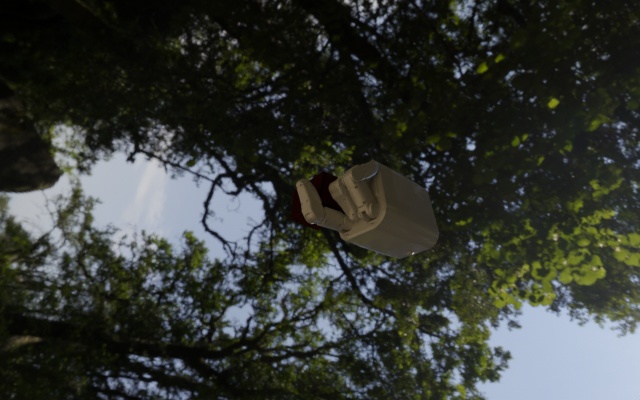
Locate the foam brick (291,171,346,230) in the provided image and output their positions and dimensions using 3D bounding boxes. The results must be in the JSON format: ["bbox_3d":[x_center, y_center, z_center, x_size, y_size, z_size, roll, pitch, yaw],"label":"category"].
[{"bbox_3d":[0.000,0.002,0.689,0.051,0.053,0.078,23,-31,-28],"label":"foam brick"}]
